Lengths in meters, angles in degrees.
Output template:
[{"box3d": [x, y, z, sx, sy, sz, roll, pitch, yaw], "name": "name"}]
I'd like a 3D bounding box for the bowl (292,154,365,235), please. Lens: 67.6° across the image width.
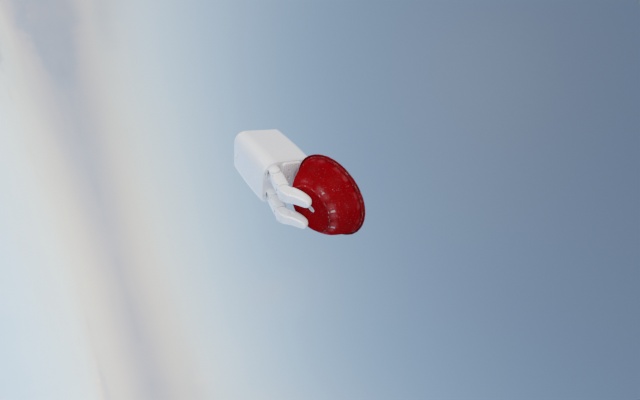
[{"box3d": [0.001, 0.003, 0.837, 0.055, 0.162, 0.162, -34, 21, -35], "name": "bowl"}]
